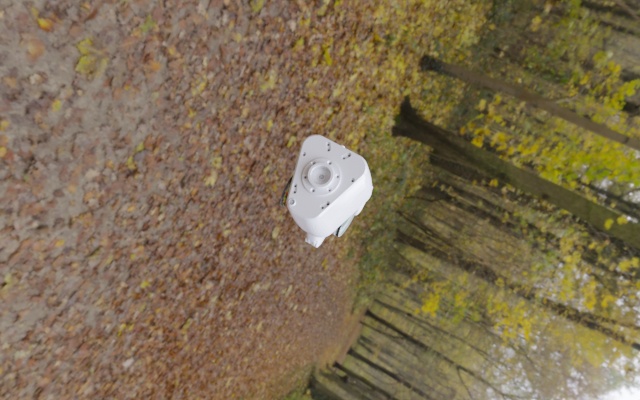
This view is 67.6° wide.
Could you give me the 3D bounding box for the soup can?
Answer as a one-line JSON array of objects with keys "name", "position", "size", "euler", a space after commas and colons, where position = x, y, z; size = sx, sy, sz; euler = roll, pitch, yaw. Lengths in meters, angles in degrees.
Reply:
[{"name": "soup can", "position": [0.000, 0.003, 0.728], "size": [0.102, 0.068, 0.068], "euler": [29, 7, 13]}]
